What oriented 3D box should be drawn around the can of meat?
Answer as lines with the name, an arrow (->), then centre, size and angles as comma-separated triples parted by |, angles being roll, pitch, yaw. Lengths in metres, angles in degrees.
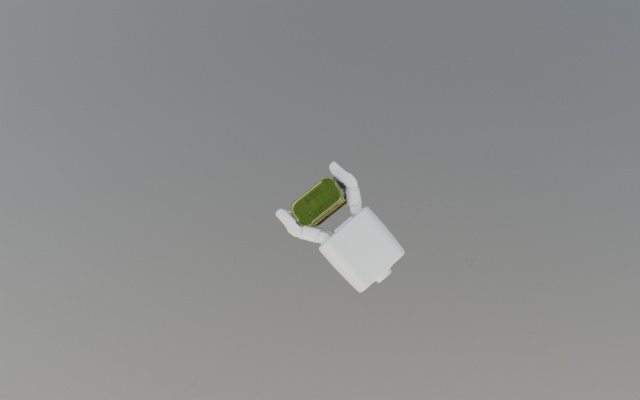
can of meat -> 0.000, 0.003, 0.857 | 0.102, 0.057, 0.084 | -39, -6, 8
